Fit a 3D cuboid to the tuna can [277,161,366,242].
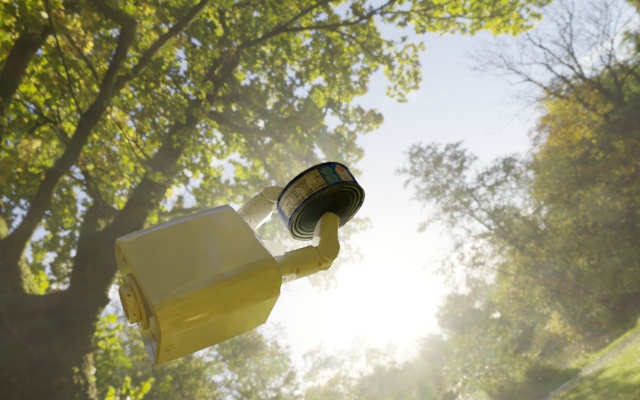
[{"bbox_3d":[0.000,0.001,0.479,0.086,0.033,0.086,-24,-30,-15],"label":"tuna can"}]
